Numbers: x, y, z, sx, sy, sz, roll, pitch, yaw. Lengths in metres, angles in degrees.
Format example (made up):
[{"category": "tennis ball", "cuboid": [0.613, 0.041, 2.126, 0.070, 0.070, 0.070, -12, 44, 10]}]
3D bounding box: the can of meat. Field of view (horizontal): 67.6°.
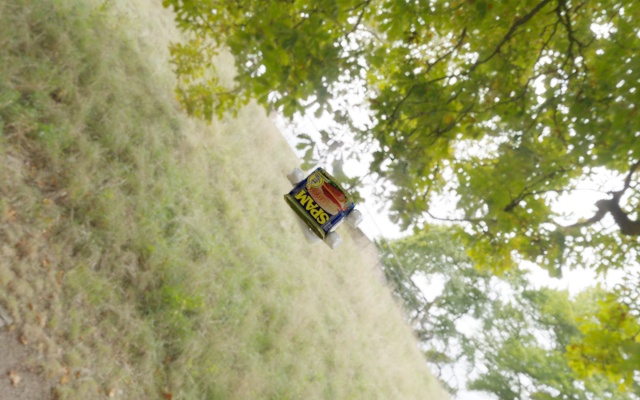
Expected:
[{"category": "can of meat", "cuboid": [0.000, 0.002, 0.836, 0.084, 0.102, 0.057, -42, -9, -12]}]
